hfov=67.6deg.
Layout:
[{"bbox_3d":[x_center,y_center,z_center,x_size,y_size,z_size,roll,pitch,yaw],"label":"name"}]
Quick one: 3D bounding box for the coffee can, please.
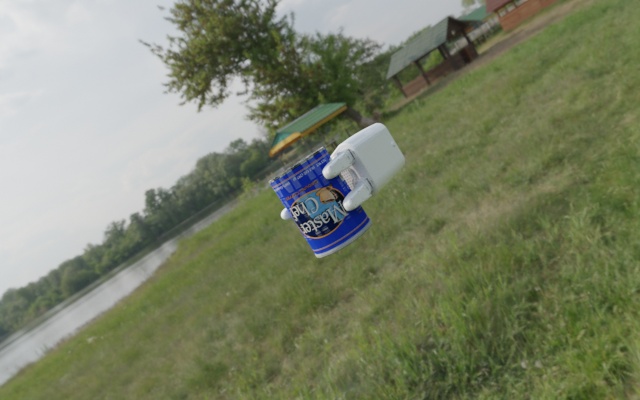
[{"bbox_3d":[0.000,0.003,0.738,0.103,0.140,0.103,-32,6,4],"label":"coffee can"}]
